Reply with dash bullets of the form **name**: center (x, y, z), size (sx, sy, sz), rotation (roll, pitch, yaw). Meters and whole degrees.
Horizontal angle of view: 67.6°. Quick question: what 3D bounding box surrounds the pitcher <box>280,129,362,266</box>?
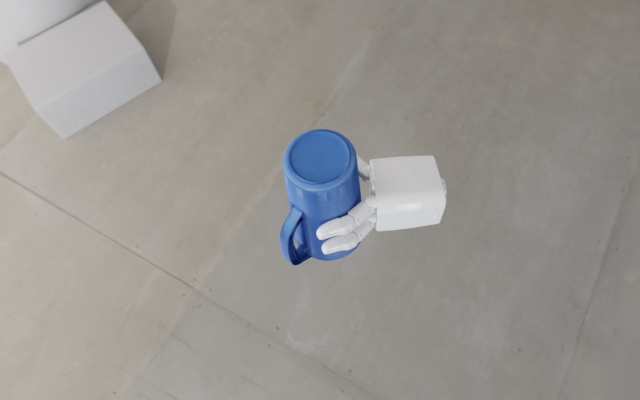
- **pitcher**: center (0.000, 0.002, 0.777), size (0.145, 0.149, 0.243), rotation (-5, -29, 2)
